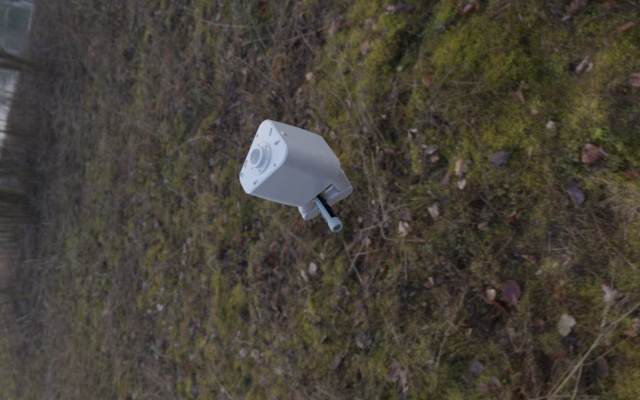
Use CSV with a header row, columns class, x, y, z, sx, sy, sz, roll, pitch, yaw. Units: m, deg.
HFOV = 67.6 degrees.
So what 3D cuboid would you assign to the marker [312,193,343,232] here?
class,x,y,z,sx,sy,sz,roll,pitch,yaw
marker,0.000,0.003,0.757,0.020,0.020,0.121,0,41,-34
